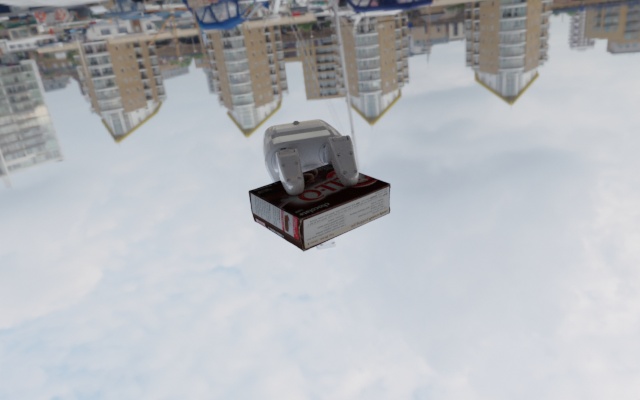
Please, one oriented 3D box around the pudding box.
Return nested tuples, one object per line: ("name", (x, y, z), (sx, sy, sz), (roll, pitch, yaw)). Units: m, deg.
("pudding box", (0.000, 0.002, 0.475), (0.113, 0.039, 0.090), (-23, 30, -32))
